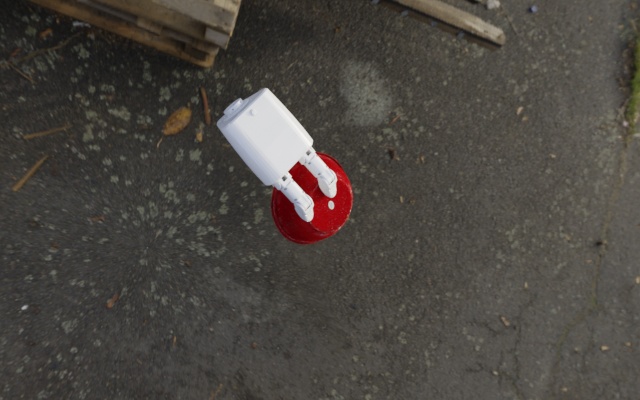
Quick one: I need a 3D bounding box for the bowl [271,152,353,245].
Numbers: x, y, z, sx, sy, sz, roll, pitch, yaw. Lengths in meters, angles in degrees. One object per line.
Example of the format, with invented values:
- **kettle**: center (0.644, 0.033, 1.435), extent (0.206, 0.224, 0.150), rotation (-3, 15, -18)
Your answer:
- **bowl**: center (0.001, 0.003, 0.798), extent (0.162, 0.162, 0.055), rotation (0, 12, -37)
